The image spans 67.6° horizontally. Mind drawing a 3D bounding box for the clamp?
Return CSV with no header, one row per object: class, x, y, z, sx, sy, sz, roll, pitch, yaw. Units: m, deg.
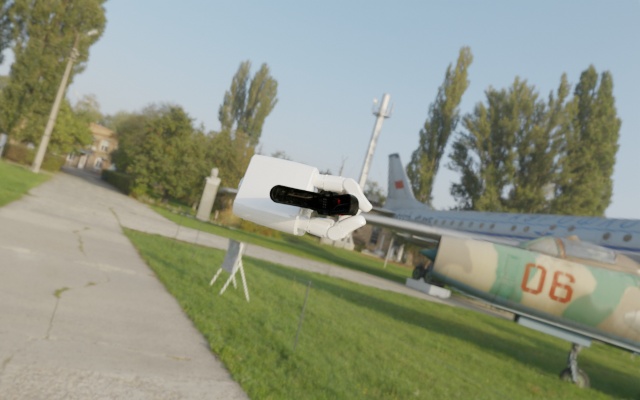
clamp,0.000,0.002,0.683,0.120,0.039,0.171,14,-4,9
